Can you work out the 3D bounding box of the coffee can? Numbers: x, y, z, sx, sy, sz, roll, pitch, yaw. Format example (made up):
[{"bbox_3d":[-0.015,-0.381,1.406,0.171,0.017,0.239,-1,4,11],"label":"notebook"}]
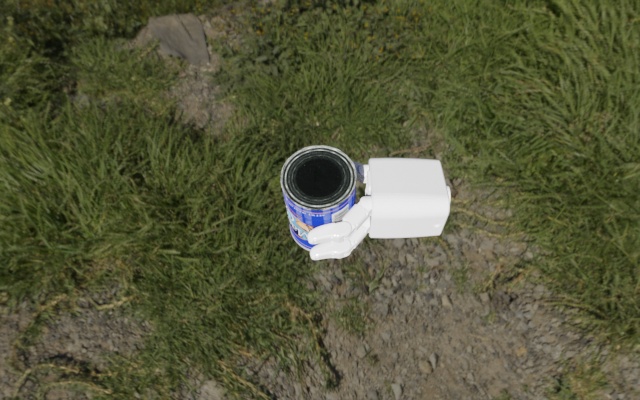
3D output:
[{"bbox_3d":[0.000,0.002,0.693,0.103,0.102,0.140,0,-30,3],"label":"coffee can"}]
